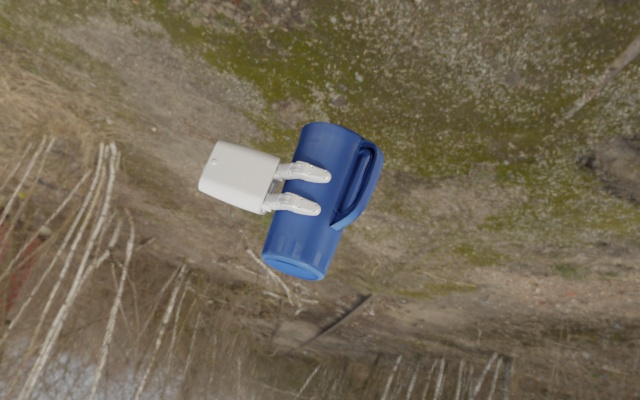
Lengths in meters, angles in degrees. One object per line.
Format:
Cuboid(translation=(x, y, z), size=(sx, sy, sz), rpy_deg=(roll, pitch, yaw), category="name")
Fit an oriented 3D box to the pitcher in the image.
Cuboid(translation=(0.000, 0.003, 0.783), size=(0.145, 0.242, 0.149), rpy_deg=(20, -19, 0), category="pitcher")
